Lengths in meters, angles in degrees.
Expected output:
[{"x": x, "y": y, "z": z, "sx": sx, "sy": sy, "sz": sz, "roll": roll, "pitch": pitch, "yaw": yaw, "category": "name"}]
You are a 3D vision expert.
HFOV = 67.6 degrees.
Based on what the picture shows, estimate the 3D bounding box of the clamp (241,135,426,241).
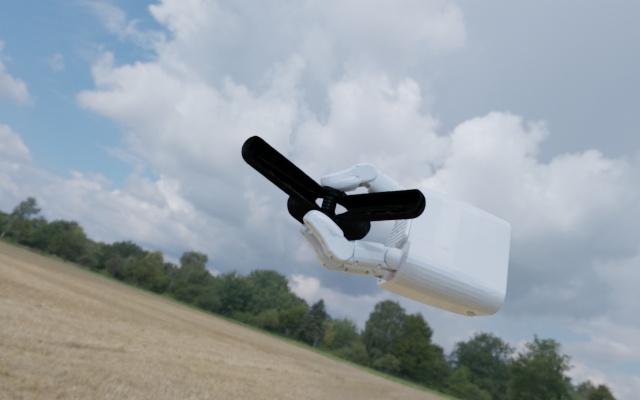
[{"x": 0.001, "y": 0.001, "z": 0.489, "sx": 0.164, "sy": 0.036, "sz": 0.210, "roll": 22, "pitch": -17, "yaw": -1, "category": "clamp"}]
